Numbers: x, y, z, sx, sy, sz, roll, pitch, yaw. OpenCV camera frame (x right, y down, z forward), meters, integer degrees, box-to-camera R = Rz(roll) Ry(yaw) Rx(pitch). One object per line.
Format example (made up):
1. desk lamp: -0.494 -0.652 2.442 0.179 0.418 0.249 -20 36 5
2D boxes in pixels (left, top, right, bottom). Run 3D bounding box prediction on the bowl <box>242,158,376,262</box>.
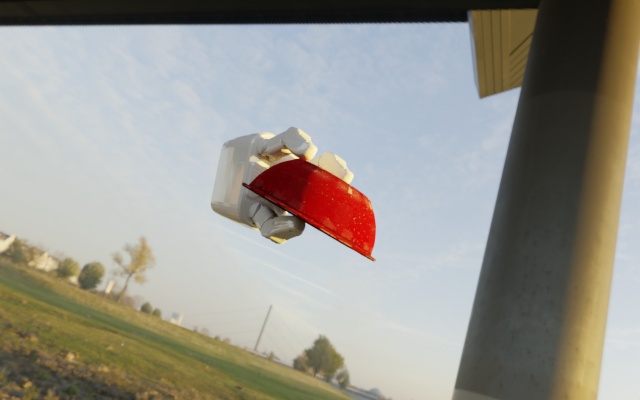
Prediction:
1. bowl: 0.001 0.002 0.504 0.162 0.055 0.162 30 -3 2
